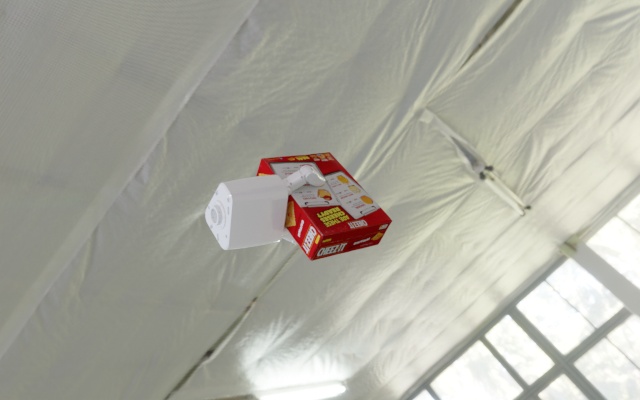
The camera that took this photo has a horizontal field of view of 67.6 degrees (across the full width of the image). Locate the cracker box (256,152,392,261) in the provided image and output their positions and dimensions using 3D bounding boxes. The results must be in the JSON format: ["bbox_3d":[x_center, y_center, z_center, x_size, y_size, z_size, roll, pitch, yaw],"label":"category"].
[{"bbox_3d":[0.000,0.003,0.882,0.164,0.072,0.213,-9,46,-37],"label":"cracker box"}]
